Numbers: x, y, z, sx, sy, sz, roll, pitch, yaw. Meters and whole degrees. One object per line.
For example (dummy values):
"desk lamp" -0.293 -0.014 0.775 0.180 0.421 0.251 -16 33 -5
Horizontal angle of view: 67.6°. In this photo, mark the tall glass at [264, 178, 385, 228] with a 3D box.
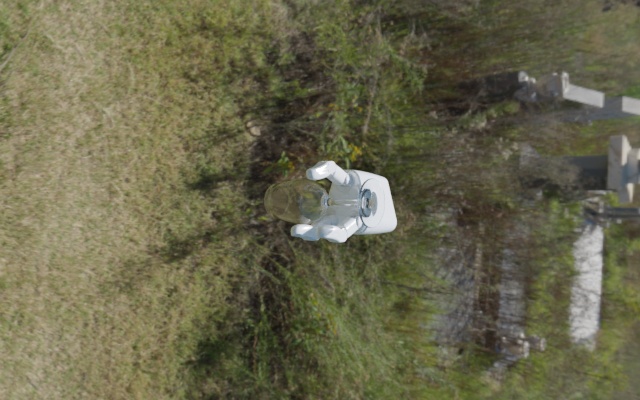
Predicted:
"tall glass" 0.001 0.002 0.776 0.201 0.079 0.079 1 1 39
